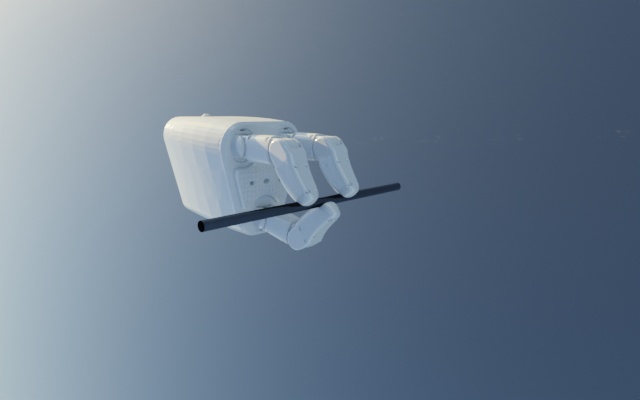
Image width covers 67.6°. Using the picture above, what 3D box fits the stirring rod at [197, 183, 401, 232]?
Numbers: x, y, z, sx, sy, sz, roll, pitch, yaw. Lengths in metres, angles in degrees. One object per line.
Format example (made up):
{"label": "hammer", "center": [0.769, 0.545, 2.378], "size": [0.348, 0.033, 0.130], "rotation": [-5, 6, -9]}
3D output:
{"label": "stirring rod", "center": [0.000, 0.001, 0.407], "size": [0.011, 0.011, 0.239], "rotation": [0, 8, 42]}
